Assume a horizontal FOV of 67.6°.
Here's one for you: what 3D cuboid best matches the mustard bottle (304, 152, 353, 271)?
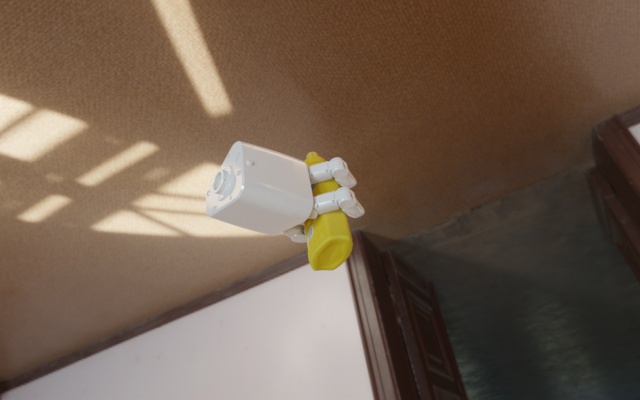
[{"bbox_3d":[0.000,0.003,0.718,0.058,0.191,0.096,0,-37,-15],"label":"mustard bottle"}]
